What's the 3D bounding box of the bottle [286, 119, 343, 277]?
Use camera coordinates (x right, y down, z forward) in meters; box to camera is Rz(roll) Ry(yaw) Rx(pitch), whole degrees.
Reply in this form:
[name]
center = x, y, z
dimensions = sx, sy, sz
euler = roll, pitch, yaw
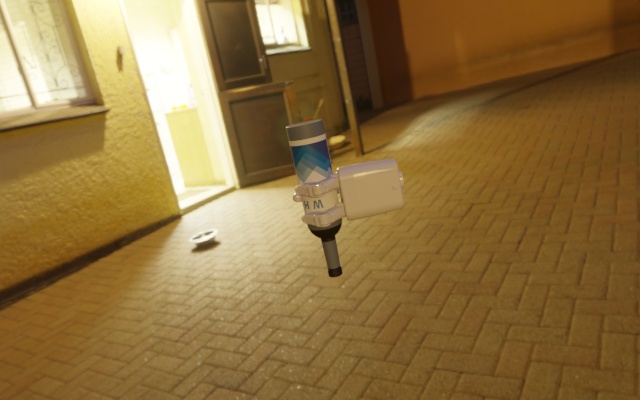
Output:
[bottle]
center = 0.000, 0.003, 0.882
dimensions = 0.069, 0.296, 0.069
euler = -11, 15, 3
